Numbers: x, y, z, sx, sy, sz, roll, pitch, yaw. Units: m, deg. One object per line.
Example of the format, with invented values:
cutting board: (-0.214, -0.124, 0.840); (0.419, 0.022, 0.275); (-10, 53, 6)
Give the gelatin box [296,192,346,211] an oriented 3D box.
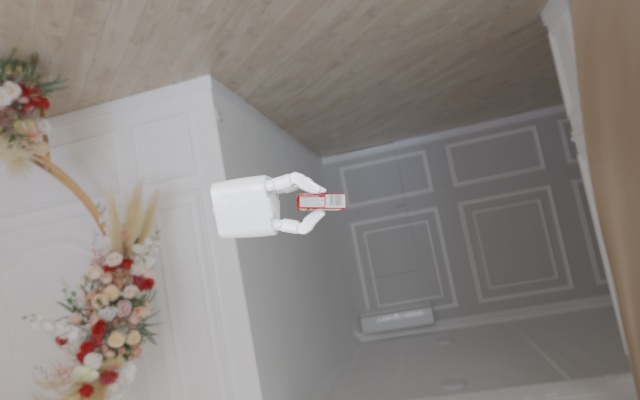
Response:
gelatin box: (0.000, 0.003, 0.891); (0.089, 0.030, 0.073); (0, -4, -3)
